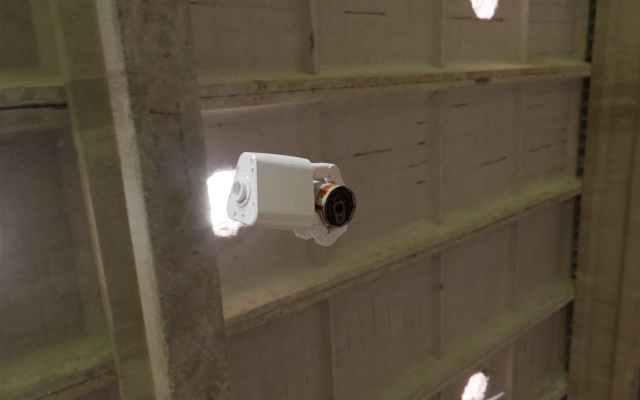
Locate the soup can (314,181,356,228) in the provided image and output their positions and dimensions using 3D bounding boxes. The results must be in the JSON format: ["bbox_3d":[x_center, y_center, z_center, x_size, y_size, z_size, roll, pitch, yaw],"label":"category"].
[{"bbox_3d":[0.000,0.002,0.794,0.068,0.068,0.102,0,8,-39],"label":"soup can"}]
